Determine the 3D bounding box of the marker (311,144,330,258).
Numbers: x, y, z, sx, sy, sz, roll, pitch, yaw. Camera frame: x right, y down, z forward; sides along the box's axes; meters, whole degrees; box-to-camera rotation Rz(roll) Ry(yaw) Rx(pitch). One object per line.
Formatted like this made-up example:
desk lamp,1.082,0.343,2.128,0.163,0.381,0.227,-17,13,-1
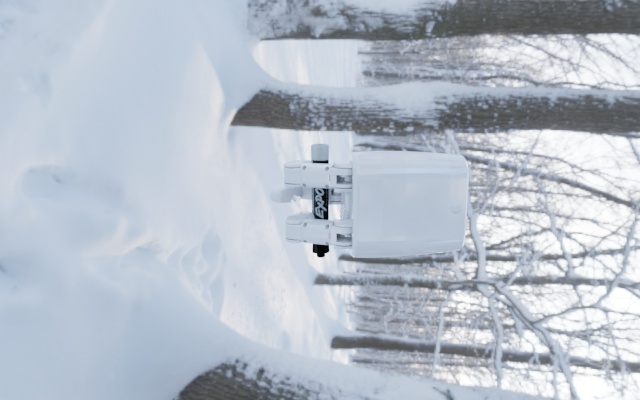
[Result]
marker,0.000,0.002,0.500,0.020,0.121,0.020,-1,13,0
